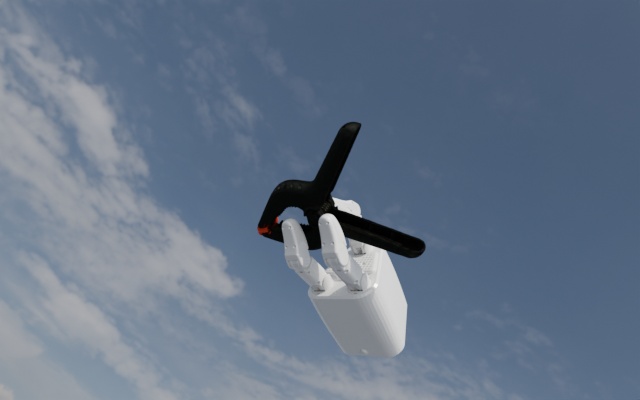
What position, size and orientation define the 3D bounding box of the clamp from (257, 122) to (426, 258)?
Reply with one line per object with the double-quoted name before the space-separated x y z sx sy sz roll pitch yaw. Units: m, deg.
"clamp" 0.000 0.002 0.551 0.210 0.165 0.036 -8 26 37
